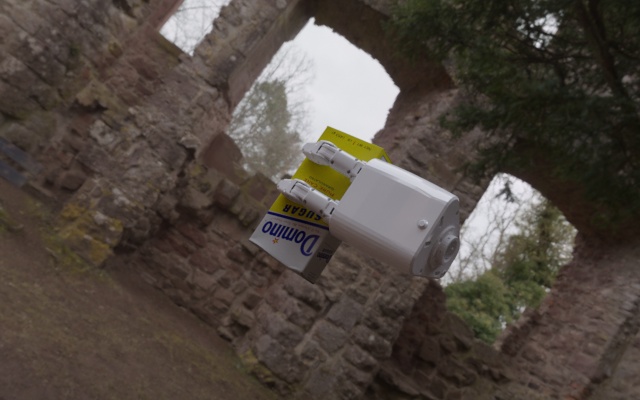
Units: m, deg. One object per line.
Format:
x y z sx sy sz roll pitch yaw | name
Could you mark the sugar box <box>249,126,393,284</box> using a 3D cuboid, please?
0.000 0.002 0.579 0.093 0.176 0.048 28 -12 34 | sugar box
